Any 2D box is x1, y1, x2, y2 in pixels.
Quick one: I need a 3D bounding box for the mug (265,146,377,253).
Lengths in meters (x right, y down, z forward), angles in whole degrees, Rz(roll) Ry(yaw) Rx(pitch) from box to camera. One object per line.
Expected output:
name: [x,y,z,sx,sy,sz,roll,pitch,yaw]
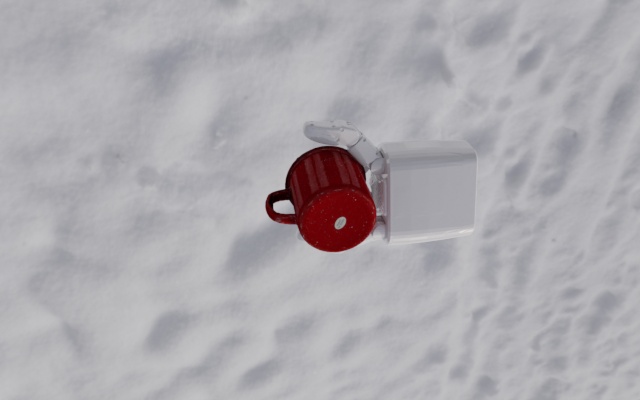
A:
mug: [-0.001,0.002,0.505,0.117,0.093,0.081,-5,32,-7]
